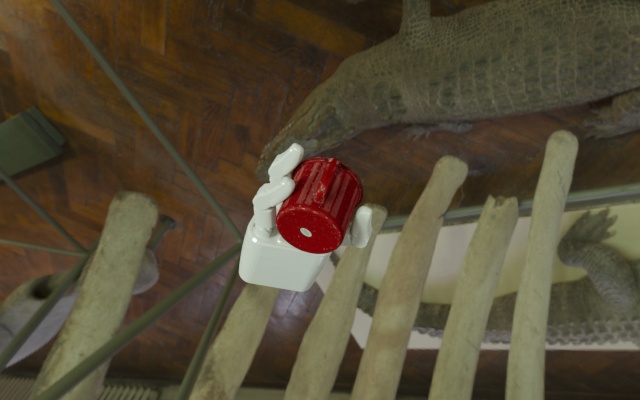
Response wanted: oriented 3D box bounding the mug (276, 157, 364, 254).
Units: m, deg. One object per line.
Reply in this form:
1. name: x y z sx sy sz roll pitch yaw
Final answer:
1. mug: 0.000 0.001 0.558 0.093 0.081 0.117 22 -42 0
